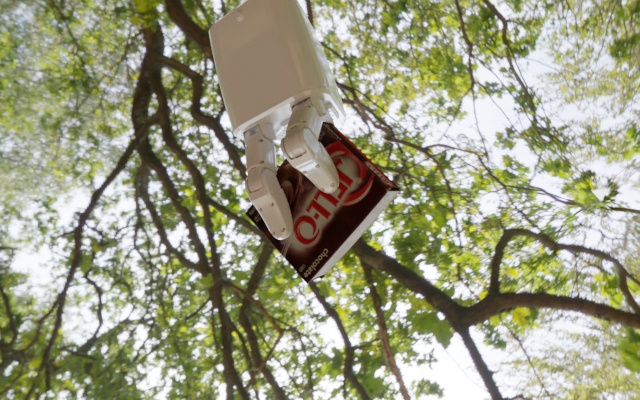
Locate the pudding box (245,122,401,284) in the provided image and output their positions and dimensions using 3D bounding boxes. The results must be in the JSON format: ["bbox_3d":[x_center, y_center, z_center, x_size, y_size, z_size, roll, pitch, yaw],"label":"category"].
[{"bbox_3d":[0.000,0.001,0.419,0.090,0.113,0.039,46,22,21],"label":"pudding box"}]
